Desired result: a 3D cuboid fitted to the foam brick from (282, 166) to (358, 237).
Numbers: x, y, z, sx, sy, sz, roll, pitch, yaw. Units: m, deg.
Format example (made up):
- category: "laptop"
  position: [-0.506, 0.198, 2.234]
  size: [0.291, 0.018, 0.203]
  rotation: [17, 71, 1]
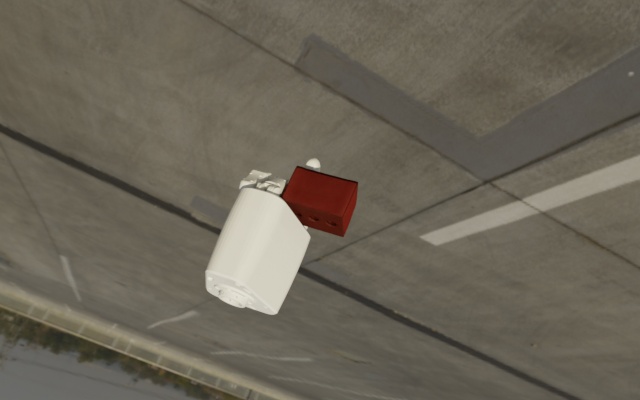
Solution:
- category: "foam brick"
  position: [0.000, 0.002, 0.567]
  size: [0.078, 0.051, 0.053]
  rotation: [15, -29, 13]
